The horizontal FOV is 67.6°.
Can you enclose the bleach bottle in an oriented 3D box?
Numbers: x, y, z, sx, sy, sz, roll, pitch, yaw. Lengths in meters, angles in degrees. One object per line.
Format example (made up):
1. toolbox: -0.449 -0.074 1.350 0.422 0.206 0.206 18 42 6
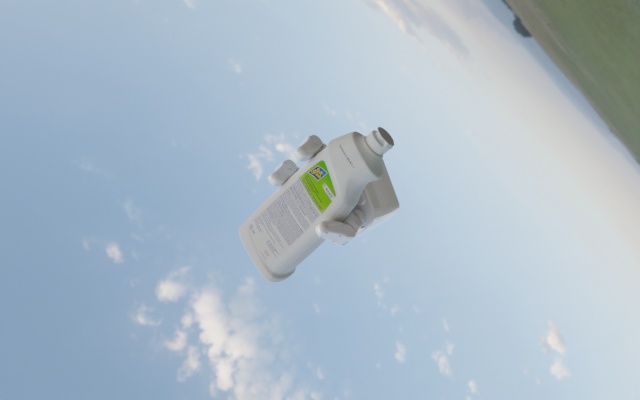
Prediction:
1. bleach bottle: 0.000 0.002 0.626 0.251 0.102 0.068 -41 -14 29
